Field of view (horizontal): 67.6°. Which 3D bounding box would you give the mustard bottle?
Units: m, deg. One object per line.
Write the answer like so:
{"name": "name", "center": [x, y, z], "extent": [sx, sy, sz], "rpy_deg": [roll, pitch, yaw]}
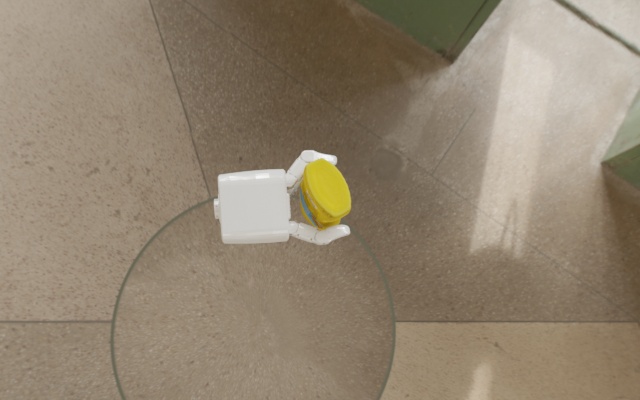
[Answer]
{"name": "mustard bottle", "center": [0.000, 0.002, 0.807], "extent": [0.058, 0.096, 0.192], "rpy_deg": [-28, -9, -13]}
